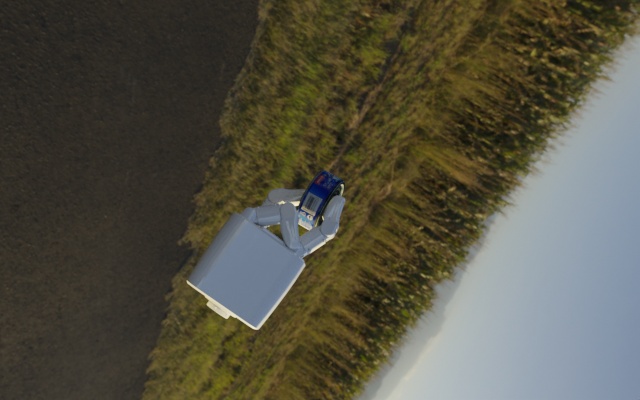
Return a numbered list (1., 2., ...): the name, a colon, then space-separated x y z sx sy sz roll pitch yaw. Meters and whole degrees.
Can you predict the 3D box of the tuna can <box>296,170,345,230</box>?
1. tuna can: 0.001 0.002 0.671 0.033 0.086 0.086 29 7 13
